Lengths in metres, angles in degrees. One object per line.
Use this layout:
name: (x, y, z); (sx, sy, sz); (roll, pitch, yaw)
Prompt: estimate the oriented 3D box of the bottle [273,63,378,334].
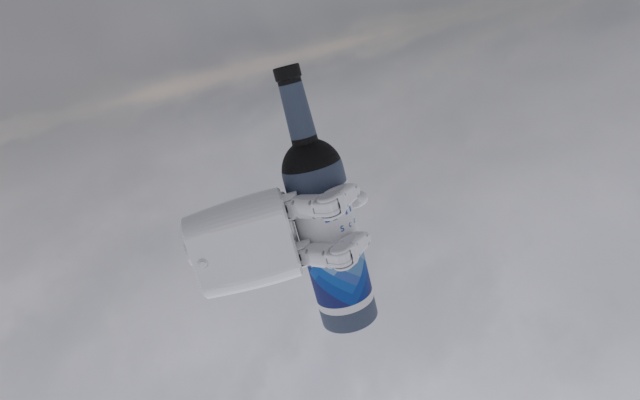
bottle: (0.000, 0.002, 0.521); (0.069, 0.296, 0.069); (-13, 17, 4)
